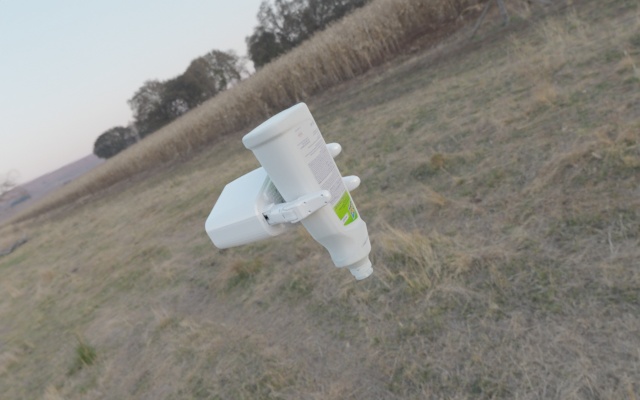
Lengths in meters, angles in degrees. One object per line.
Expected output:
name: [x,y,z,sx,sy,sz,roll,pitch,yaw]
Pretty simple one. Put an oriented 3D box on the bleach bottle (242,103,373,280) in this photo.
bleach bottle: [0.000,0.002,0.637,0.068,0.251,0.102,-18,19,34]
